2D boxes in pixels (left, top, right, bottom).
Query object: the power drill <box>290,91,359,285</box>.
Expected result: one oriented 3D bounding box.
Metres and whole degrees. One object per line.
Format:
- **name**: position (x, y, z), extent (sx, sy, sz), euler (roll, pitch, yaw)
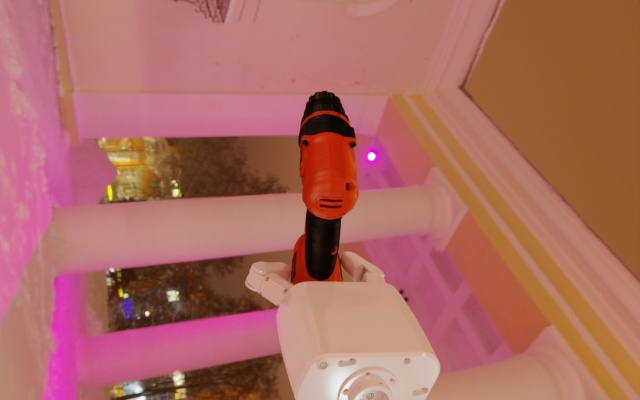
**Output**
- **power drill**: position (0.000, 0.002, 0.484), extent (0.057, 0.188, 0.184), euler (2, 36, -1)
